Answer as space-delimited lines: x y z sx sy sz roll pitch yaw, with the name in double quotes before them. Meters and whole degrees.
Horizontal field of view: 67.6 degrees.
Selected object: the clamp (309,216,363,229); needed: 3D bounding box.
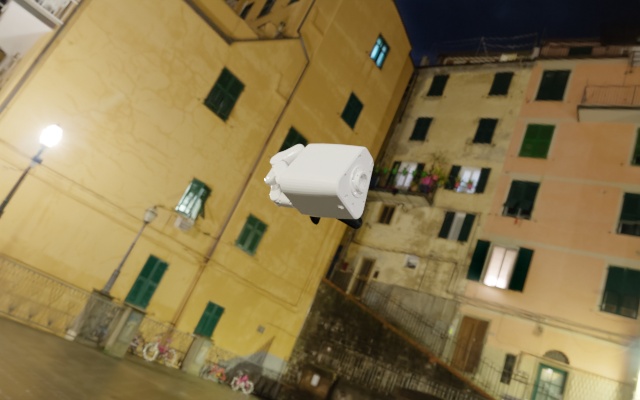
"clamp" 0.000 0.002 0.860 0.120 0.039 0.171 2 -28 33
